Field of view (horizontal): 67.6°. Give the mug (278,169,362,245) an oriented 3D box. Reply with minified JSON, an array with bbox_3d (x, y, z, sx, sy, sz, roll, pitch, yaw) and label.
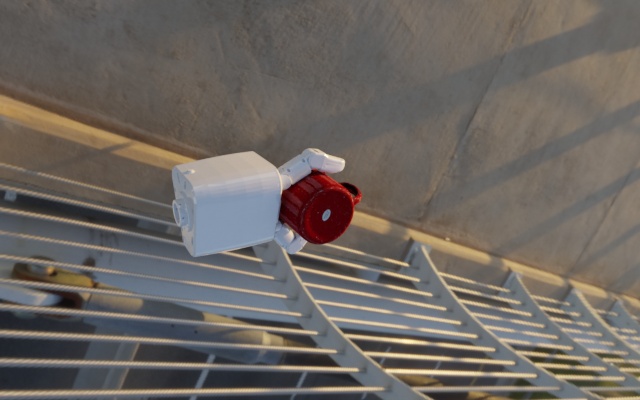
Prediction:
[{"bbox_3d":[0.001,0.002,0.620,0.117,0.093,0.081,-13,29,-27],"label":"mug"}]
